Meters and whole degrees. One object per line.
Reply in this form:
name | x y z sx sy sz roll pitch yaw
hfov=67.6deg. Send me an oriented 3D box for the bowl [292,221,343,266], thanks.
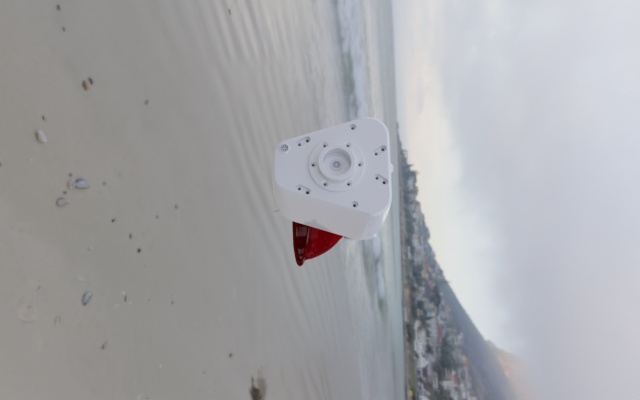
bowl | 0.000 0.002 0.602 0.055 0.162 0.162 2 0 -10
